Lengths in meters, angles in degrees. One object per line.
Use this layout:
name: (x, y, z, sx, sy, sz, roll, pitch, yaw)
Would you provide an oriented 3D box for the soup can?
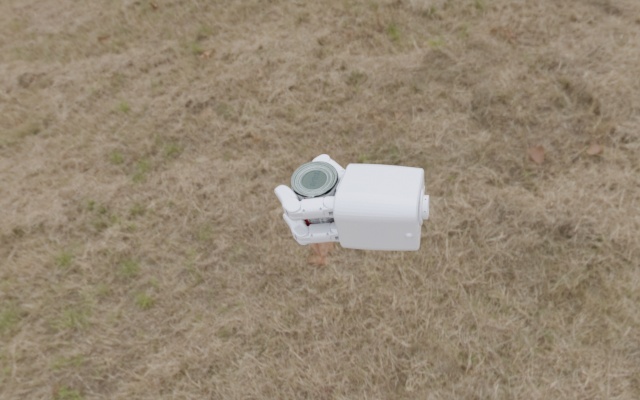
soup can: (0.000, 0.002, 0.682, 0.068, 0.068, 0.102, 0, -40, 13)
